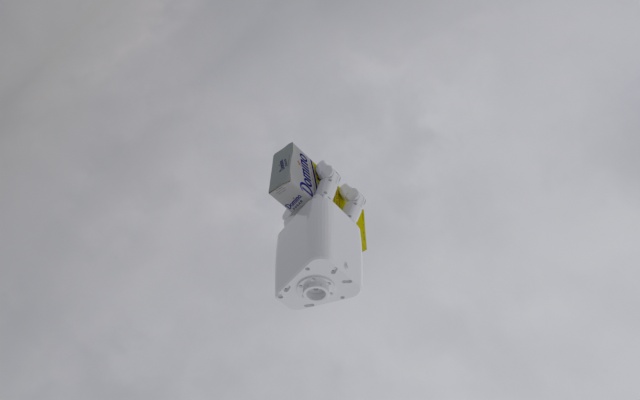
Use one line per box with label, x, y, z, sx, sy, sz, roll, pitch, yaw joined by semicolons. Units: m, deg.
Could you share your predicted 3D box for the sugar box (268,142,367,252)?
sugar box;0.001;0.002;0.714;0.048;0.093;0.176;-30;-55;24
